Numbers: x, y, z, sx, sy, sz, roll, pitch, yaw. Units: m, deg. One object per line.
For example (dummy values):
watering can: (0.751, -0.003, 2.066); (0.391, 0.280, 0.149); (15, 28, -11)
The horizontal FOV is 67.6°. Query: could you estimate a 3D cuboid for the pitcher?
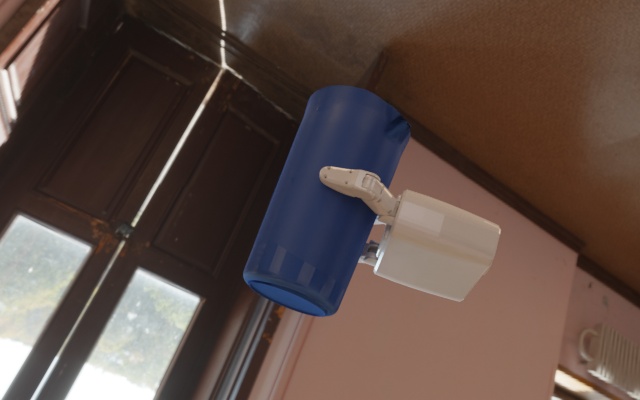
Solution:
pitcher: (0.000, 0.002, 0.554); (0.145, 0.242, 0.149); (20, -23, 7)
